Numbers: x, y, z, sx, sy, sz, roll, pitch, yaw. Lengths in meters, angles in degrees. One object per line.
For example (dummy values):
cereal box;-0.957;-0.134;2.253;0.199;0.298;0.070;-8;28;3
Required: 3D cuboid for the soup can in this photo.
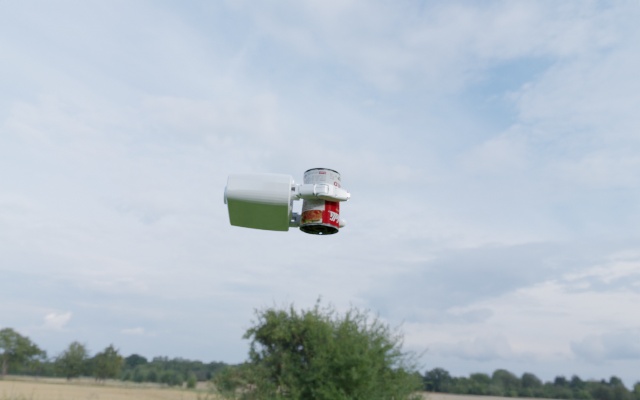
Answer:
soup can;0.001;0.002;0.824;0.068;0.102;0.068;3;-19;1
